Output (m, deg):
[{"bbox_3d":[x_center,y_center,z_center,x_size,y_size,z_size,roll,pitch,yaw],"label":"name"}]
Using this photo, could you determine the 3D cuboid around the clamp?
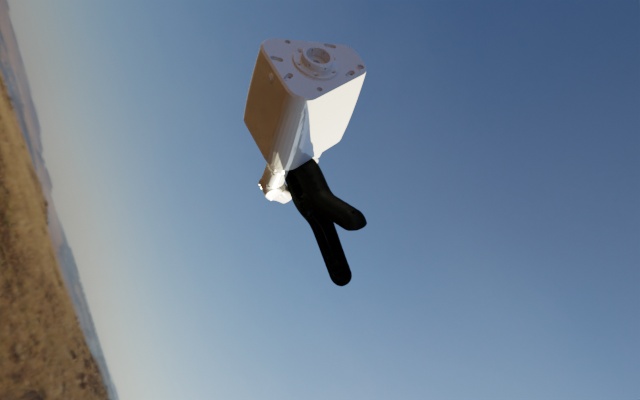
[{"bbox_3d":[0.001,0.002,0.541,0.039,0.171,0.120,-17,-28,-28],"label":"clamp"}]
